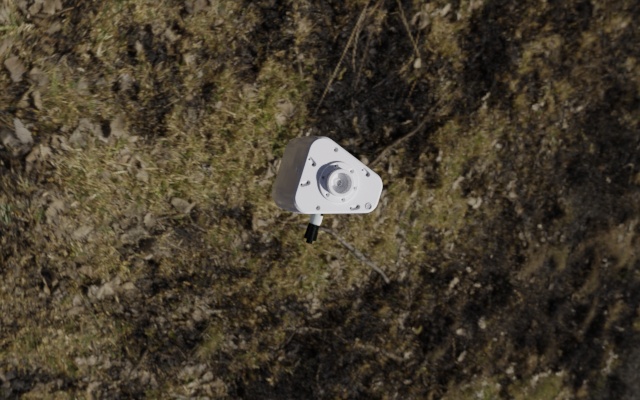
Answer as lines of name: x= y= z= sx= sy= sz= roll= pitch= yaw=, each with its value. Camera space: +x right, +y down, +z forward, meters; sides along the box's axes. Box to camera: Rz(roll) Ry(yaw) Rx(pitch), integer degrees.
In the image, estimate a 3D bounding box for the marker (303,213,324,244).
marker: x=0.000 y=0.002 z=0.672 sx=0.020 sy=0.121 sz=0.020 roll=16 pitch=-1 yaw=0
